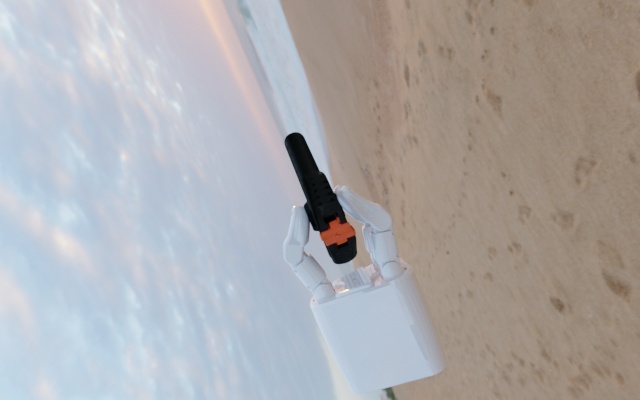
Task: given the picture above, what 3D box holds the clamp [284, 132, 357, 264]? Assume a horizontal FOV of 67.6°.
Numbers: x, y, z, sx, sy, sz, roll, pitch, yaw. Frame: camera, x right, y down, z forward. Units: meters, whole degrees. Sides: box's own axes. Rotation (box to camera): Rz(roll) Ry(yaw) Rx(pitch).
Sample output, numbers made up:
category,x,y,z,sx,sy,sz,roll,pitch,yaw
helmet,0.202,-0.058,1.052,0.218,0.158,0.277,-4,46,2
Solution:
category,x,y,z,sx,sy,sz,roll,pitch,yaw
clamp,-0.001,0.002,0.492,0.036,0.164,0.210,-23,4,-2
